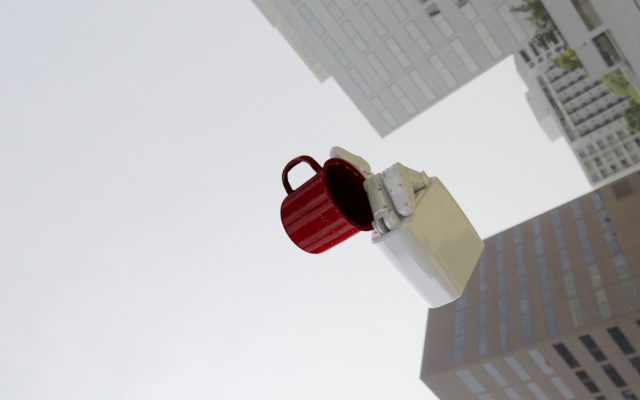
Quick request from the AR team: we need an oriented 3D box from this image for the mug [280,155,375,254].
[{"bbox_3d":[-0.001,0.001,0.548,0.081,0.117,0.093,-34,11,33],"label":"mug"}]
